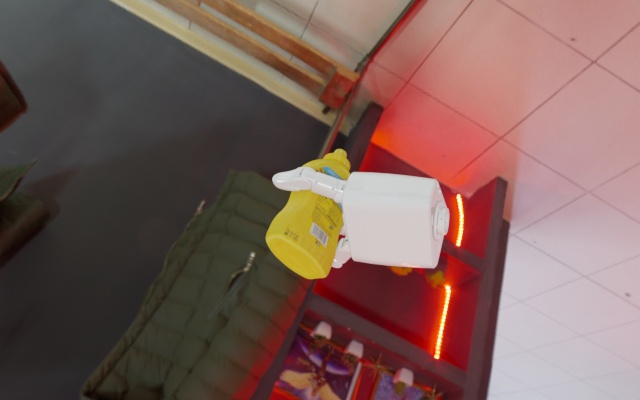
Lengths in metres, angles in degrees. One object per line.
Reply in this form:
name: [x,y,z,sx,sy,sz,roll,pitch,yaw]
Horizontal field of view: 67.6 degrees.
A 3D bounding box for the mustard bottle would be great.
mustard bottle: [0.000,0.002,0.643,0.058,0.191,0.096,-15,-50,42]
